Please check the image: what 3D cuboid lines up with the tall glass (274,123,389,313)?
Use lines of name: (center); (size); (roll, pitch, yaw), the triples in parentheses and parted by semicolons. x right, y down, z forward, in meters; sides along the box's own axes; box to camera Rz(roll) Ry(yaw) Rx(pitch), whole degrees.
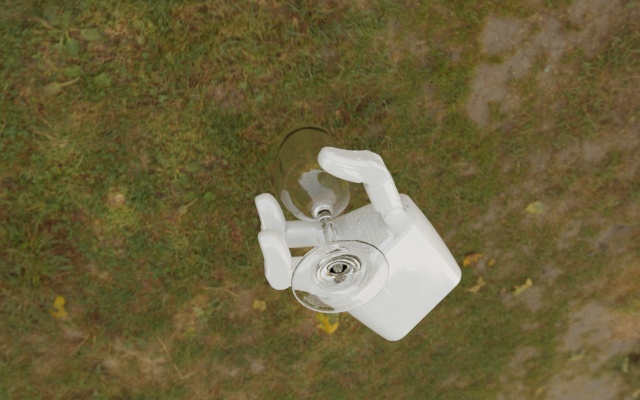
tall glass: (0.000, 0.002, 0.433); (0.079, 0.079, 0.201); (0, 35, -11)
